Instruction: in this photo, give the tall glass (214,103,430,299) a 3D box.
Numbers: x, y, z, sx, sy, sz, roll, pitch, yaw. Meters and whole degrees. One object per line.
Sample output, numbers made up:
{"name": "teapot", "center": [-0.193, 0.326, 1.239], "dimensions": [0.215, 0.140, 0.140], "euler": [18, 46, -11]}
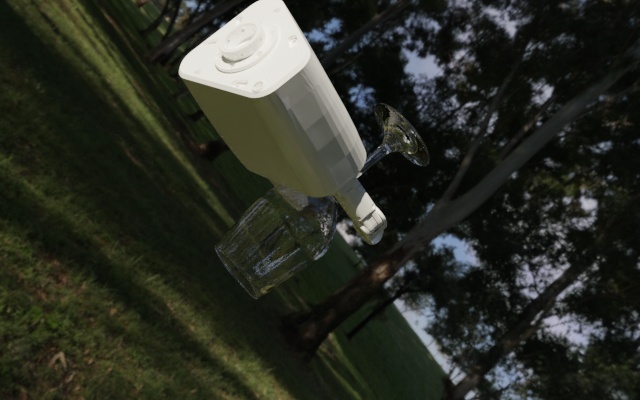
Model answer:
{"name": "tall glass", "center": [0.001, 0.001, 0.438], "dimensions": [0.201, 0.079, 0.079], "euler": [-40, 5, -6]}
